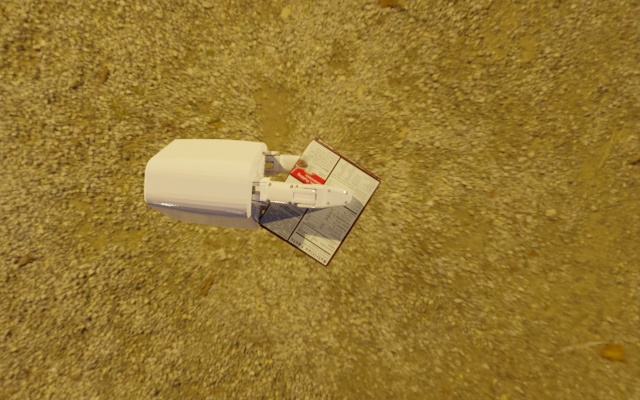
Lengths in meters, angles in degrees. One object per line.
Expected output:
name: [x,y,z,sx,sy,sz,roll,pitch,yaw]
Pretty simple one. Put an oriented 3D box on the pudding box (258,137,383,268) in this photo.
pudding box: [0.000,0.002,0.514,0.090,0.113,0.039,33,5,1]
